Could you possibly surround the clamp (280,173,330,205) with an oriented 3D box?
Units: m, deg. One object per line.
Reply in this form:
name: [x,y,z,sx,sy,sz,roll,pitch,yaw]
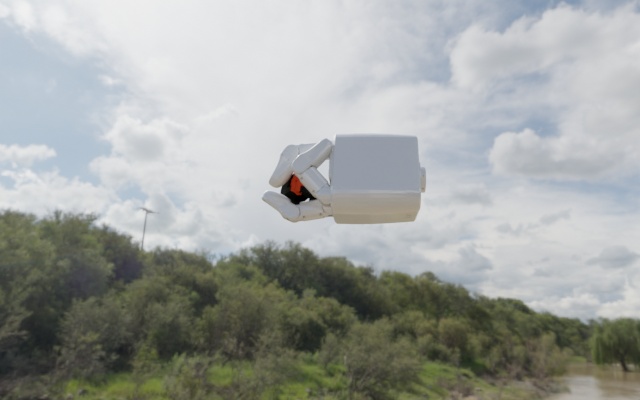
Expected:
clamp: [0.000,0.002,0.688,0.120,0.039,0.171,0,-15,6]
